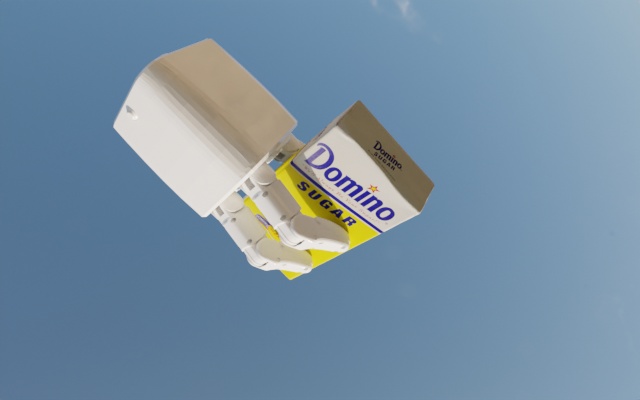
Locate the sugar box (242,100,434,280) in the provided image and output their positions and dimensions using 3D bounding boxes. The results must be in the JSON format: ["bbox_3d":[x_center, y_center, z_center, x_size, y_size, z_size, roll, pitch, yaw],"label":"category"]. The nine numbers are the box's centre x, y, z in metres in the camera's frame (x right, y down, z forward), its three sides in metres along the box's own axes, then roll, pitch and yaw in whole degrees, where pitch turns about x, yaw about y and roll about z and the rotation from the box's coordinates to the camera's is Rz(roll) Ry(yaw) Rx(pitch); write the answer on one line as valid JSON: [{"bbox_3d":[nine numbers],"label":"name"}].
[{"bbox_3d":[0.000,0.002,0.414,0.176,0.093,0.048,-34,13,47],"label":"sugar box"}]
